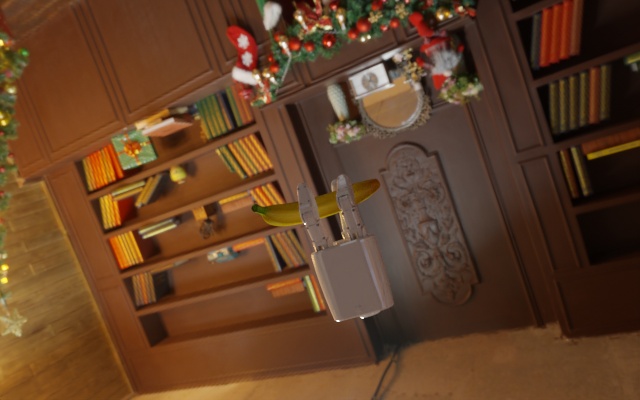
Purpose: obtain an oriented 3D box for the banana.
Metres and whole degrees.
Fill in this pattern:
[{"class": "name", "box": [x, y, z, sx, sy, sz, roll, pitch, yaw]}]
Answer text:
[{"class": "banana", "box": [-0.004, 0.008, 0.740, 0.198, 0.037, 0.070, -14, -13, -7]}]
